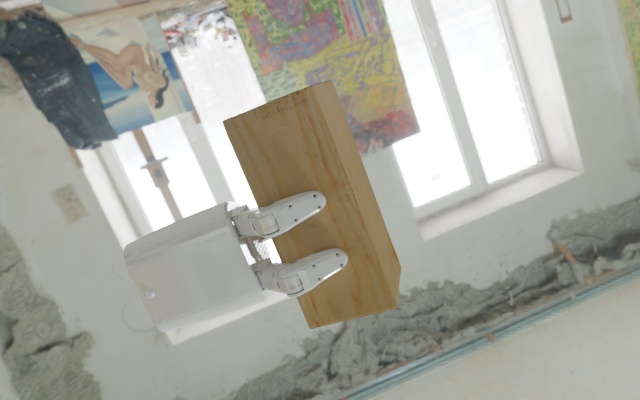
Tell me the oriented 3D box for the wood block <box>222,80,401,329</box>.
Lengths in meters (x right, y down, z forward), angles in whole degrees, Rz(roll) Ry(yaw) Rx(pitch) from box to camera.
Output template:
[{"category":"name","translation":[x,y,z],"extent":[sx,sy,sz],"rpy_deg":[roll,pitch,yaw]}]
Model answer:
[{"category":"wood block","translation":[0.000,0.002,0.454],"extent":[0.090,0.206,0.090],"rpy_deg":[-18,12,16]}]
